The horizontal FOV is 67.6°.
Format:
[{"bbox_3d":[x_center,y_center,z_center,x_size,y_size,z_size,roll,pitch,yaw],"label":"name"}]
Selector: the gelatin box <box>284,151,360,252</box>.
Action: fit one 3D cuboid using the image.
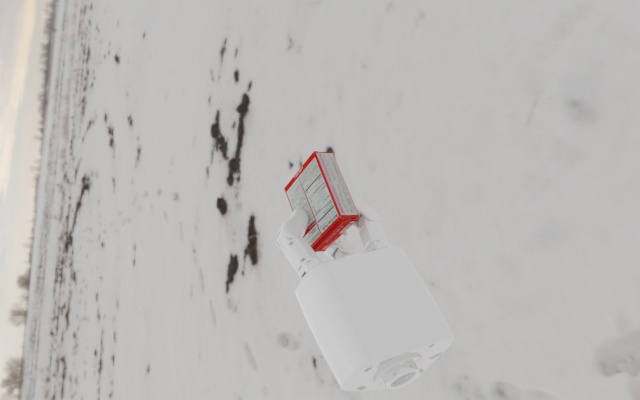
[{"bbox_3d":[0.000,0.001,0.530,0.030,0.089,0.073,-2,-32,-37],"label":"gelatin box"}]
